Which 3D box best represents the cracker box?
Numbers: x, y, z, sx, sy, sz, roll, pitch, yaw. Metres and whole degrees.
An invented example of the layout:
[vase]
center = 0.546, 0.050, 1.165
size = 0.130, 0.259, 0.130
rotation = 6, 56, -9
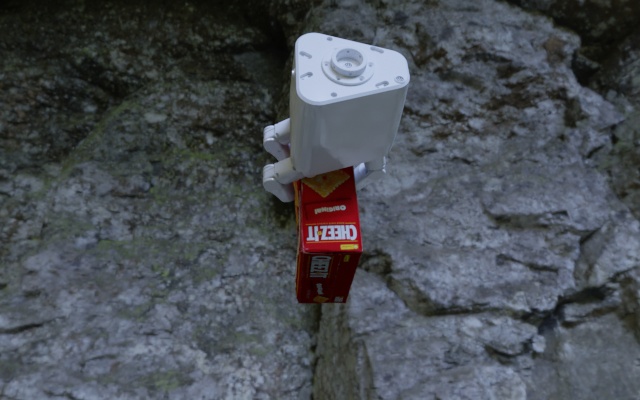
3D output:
[cracker box]
center = 0.000, 0.002, 0.600
size = 0.072, 0.213, 0.164
rotation = -1, -31, -4
